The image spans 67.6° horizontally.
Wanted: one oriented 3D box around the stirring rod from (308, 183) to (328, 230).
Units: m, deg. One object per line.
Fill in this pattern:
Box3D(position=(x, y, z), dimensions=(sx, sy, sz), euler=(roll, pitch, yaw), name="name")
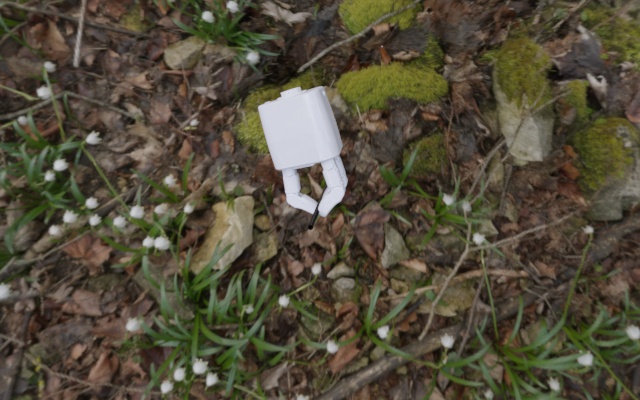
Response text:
Box3D(position=(0.000, 0.003, 0.808), dimensions=(0.011, 0.011, 0.239), euler=(0, 18, 7), name="stirring rod")
